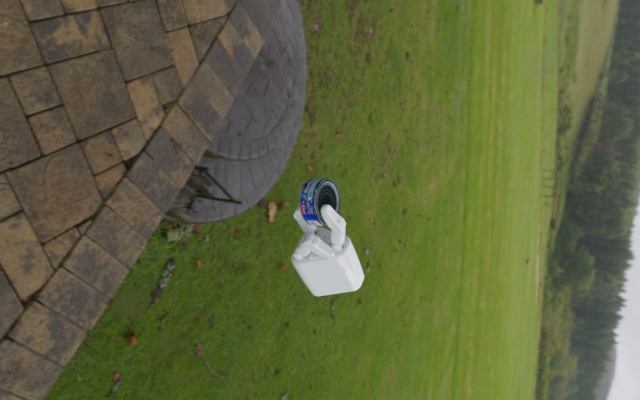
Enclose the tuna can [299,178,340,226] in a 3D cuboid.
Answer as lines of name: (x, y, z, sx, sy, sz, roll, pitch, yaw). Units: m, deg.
tuna can: (0.001, 0.003, 0.855, 0.034, 0.086, 0.086, 0, 0, 34)
